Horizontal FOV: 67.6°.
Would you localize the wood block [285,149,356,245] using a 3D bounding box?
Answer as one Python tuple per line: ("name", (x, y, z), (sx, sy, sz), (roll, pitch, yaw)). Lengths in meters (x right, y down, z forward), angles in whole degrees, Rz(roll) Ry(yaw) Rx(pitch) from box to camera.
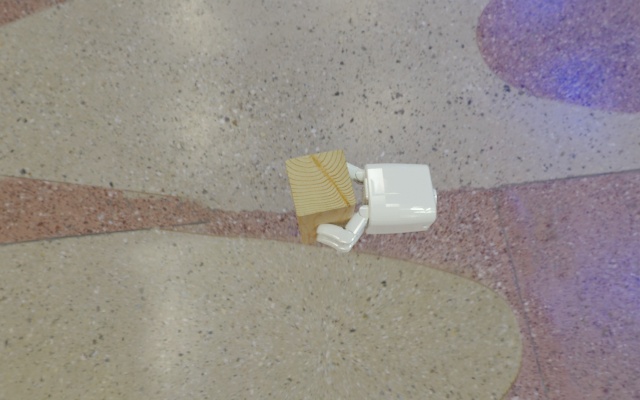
("wood block", (0.000, 0.002, 0.789), (0.090, 0.090, 0.206), (-12, -17, -3))
